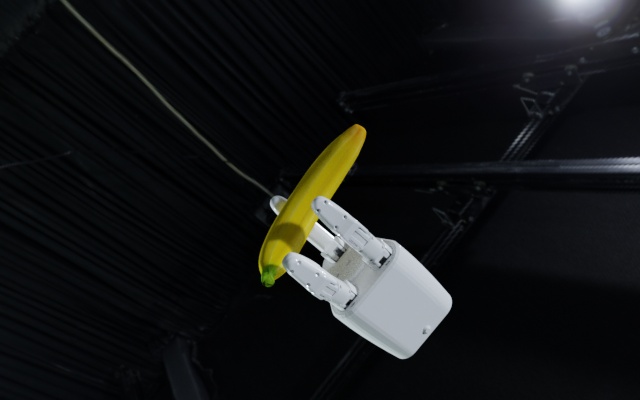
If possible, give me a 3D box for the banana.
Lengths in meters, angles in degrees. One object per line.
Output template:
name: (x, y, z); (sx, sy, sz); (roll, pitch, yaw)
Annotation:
banana: (-0.011, 0.007, 0.489); (0.037, 0.197, 0.069); (39, -26, -21)
